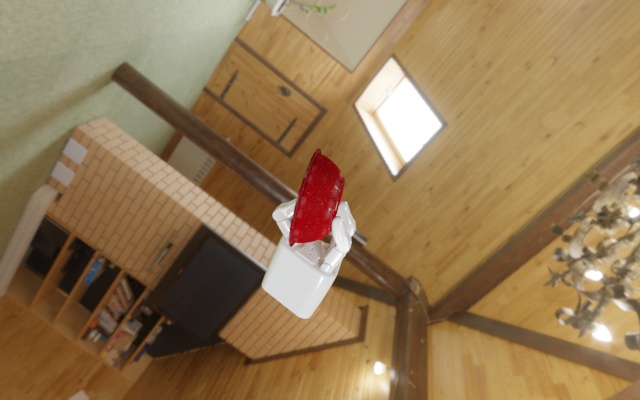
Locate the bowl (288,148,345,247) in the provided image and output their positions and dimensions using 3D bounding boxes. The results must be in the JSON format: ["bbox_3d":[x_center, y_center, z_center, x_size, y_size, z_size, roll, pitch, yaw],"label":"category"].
[{"bbox_3d":[0.001,0.002,0.751,0.055,0.162,0.162,16,2,6],"label":"bowl"}]
